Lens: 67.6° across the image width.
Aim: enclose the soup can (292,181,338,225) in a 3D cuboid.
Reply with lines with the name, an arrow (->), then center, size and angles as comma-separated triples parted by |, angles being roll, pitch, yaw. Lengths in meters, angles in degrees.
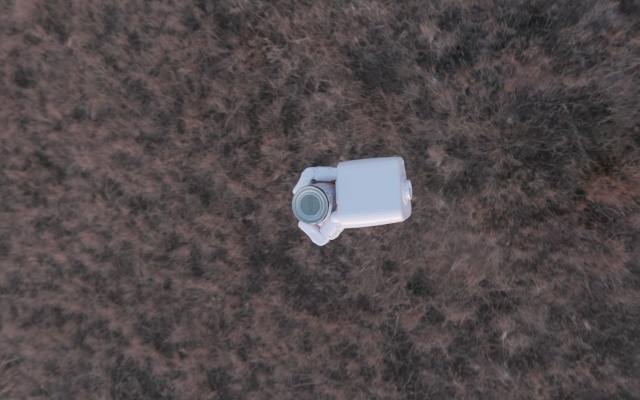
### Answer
soup can -> 0.000, 0.003, 0.832 | 0.068, 0.068, 0.102 | 0, 6, 20
